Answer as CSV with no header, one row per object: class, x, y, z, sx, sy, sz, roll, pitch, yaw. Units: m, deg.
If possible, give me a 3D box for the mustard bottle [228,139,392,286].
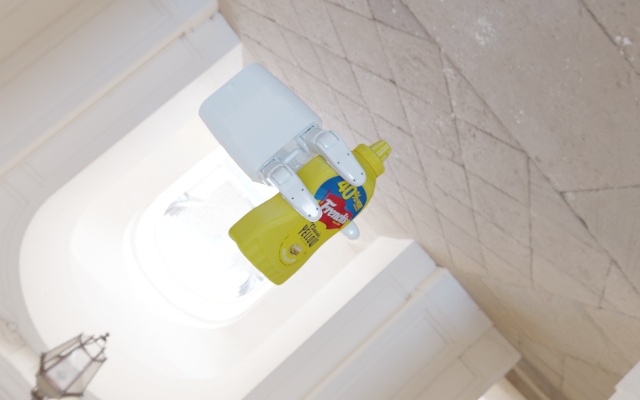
mustard bottle,0.000,0.002,0.511,0.058,0.191,0.096,43,-8,41
